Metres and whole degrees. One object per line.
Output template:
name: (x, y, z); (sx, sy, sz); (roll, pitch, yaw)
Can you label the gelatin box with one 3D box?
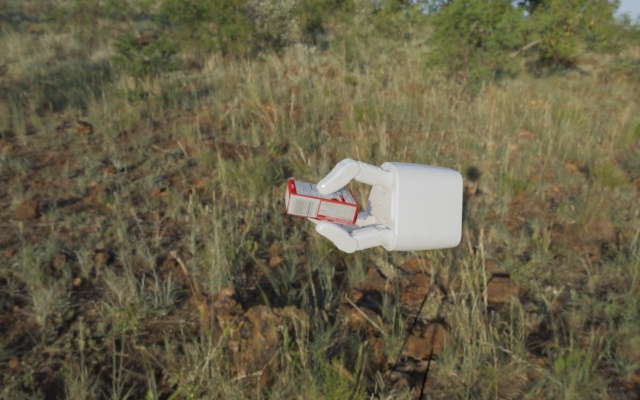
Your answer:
gelatin box: (0.000, 0.002, 0.619); (0.089, 0.030, 0.073); (10, 15, -9)
